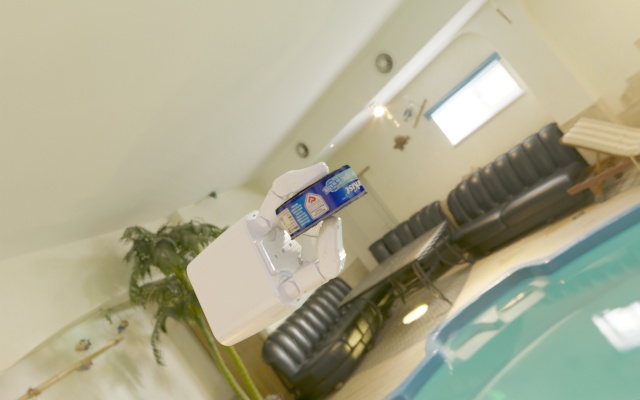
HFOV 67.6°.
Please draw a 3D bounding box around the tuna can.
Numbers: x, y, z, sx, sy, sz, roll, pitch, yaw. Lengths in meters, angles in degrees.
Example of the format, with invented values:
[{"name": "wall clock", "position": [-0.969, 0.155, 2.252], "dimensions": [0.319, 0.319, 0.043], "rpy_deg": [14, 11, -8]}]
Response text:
[{"name": "tuna can", "position": [0.000, 0.001, 0.454], "dimensions": [0.086, 0.034, 0.086], "rpy_deg": [-32, -2, -1]}]
